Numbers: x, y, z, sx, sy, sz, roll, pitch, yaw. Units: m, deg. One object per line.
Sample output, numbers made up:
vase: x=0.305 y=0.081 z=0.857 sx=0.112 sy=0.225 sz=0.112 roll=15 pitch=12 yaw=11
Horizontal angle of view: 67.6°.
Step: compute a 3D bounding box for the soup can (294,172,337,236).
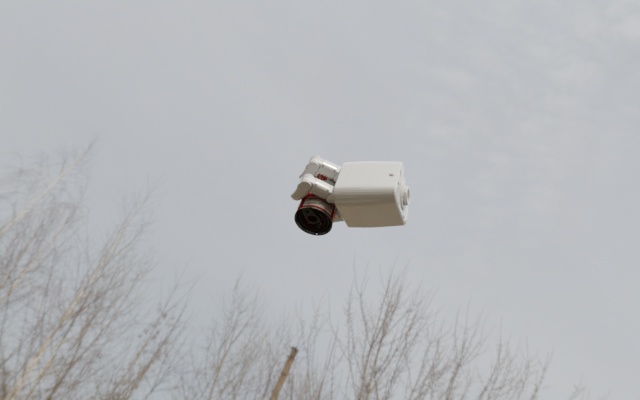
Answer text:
soup can: x=0.000 y=0.003 z=0.851 sx=0.068 sy=0.069 sz=0.102 roll=0 pitch=42 yaw=20
